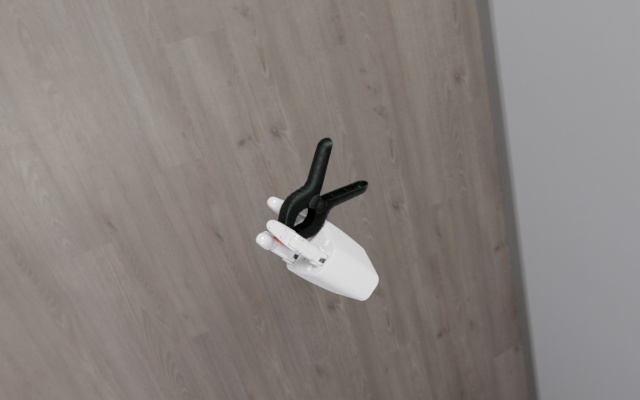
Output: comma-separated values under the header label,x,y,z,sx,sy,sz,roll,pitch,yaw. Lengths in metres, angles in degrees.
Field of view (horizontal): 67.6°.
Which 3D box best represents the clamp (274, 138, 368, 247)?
label,x,y,z,sx,sy,sz,roll,pitch,yaw
clamp,0.000,0.003,0.733,0.120,0.171,0.039,34,0,-31
